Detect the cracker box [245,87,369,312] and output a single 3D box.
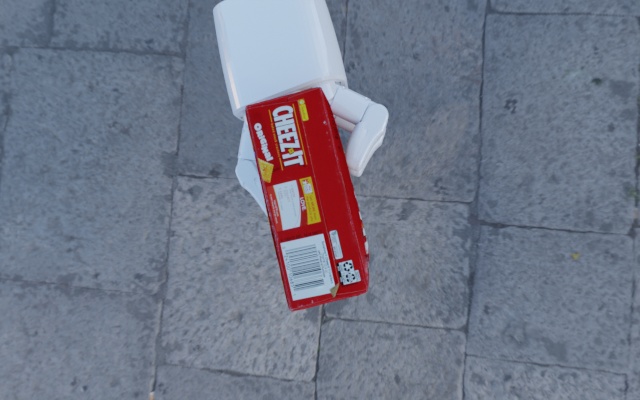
[{"bbox_3d":[0.000,0.002,0.464,0.072,0.164,0.214,-14,-3,5],"label":"cracker box"}]
